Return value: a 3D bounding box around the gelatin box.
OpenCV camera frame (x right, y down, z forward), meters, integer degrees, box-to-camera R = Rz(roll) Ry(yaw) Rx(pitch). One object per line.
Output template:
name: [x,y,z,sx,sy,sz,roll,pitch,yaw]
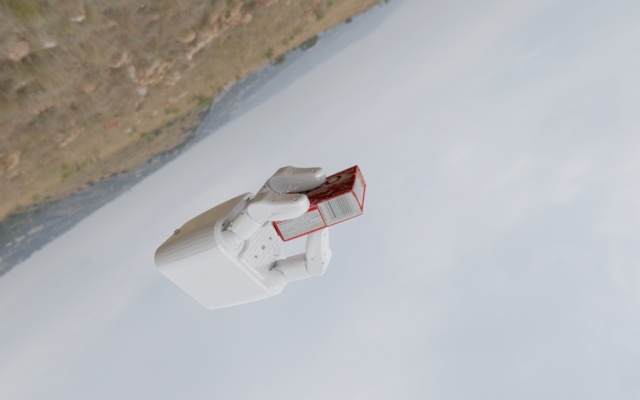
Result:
gelatin box: [0.001,0.002,0.487,0.089,0.030,0.073,-20,19,17]
